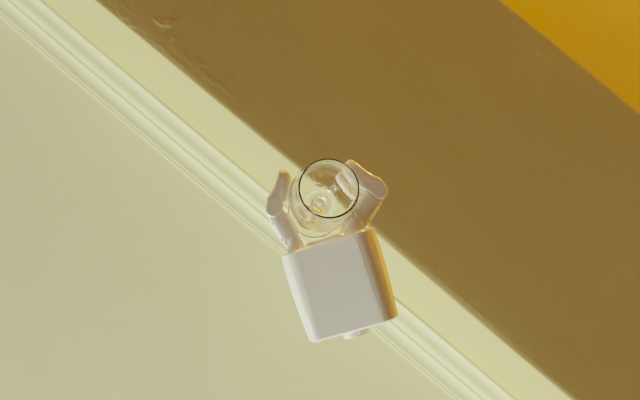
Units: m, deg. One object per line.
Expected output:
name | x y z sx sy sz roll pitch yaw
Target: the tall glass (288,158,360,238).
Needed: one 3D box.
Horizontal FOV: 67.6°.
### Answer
tall glass | 0.000 0.002 0.573 0.079 0.079 0.201 0 -8 -5
